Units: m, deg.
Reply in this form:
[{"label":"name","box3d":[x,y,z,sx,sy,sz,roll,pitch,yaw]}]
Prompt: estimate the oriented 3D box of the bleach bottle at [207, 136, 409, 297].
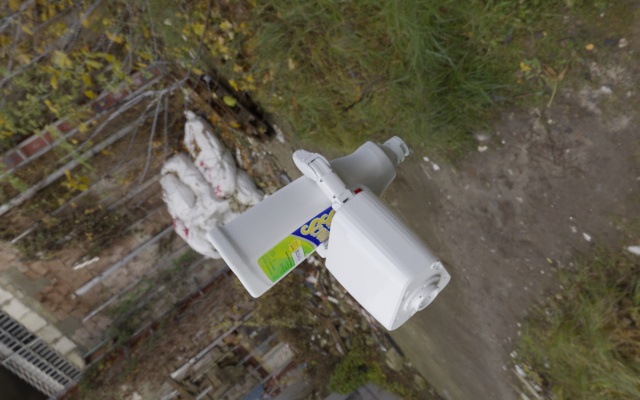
[{"label":"bleach bottle","box3d":[0.000,0.002,0.553,0.251,0.068,0.103,-37,-32,-13]}]
